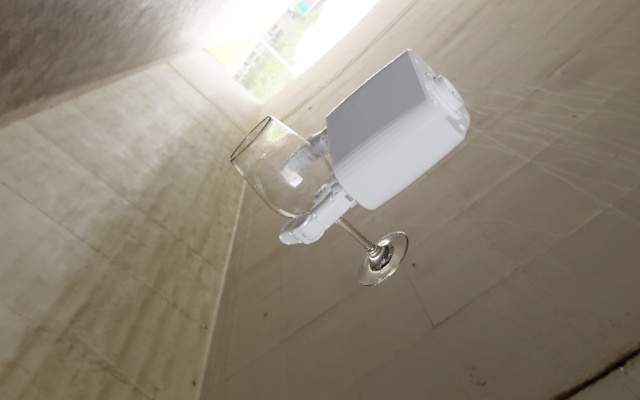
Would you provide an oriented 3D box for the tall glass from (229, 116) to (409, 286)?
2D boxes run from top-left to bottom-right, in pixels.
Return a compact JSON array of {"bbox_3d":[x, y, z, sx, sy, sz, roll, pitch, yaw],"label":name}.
[{"bbox_3d":[0.000,0.002,0.503,0.201,0.079,0.079,42,-15,-18],"label":"tall glass"}]
